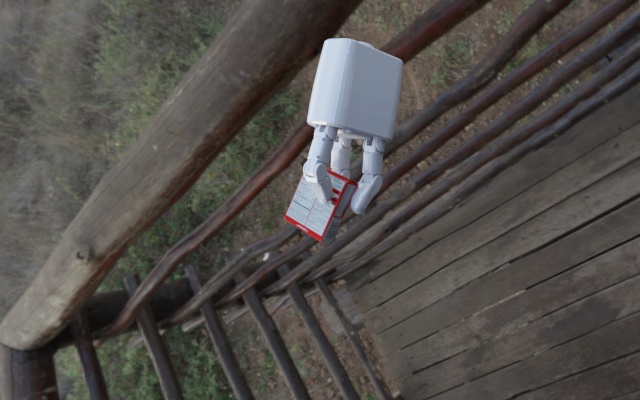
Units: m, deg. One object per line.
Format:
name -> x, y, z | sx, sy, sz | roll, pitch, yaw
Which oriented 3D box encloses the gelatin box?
gelatin box -> 0.000, 0.002, 0.635 | 0.073, 0.089, 0.030 | 28, 8, 36
